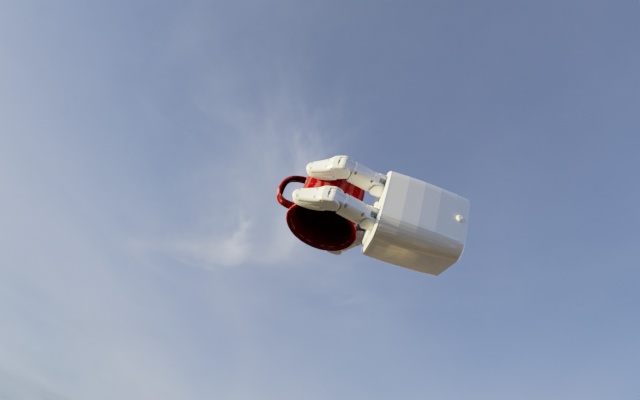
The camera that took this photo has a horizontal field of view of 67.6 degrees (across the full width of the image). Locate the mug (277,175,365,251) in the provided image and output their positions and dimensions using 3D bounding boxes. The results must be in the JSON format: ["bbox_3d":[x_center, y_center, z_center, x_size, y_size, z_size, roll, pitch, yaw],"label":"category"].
[{"bbox_3d":[-0.001,0.001,0.629,0.117,0.081,0.093,20,-41,2],"label":"mug"}]
